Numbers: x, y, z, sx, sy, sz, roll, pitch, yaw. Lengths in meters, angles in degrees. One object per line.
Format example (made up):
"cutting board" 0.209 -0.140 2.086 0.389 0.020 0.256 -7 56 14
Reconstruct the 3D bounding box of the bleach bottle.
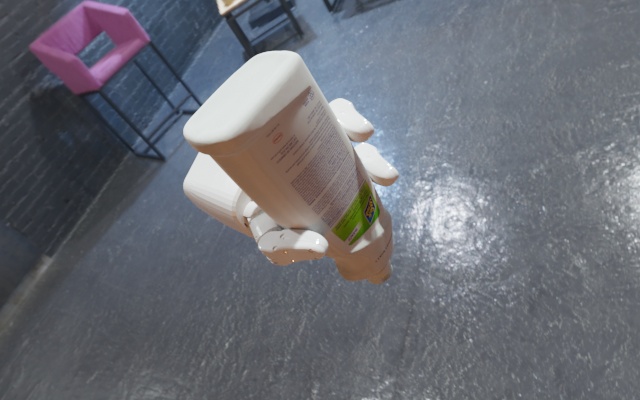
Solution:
"bleach bottle" 0.000 0.001 0.416 0.068 0.102 0.251 18 -28 45
